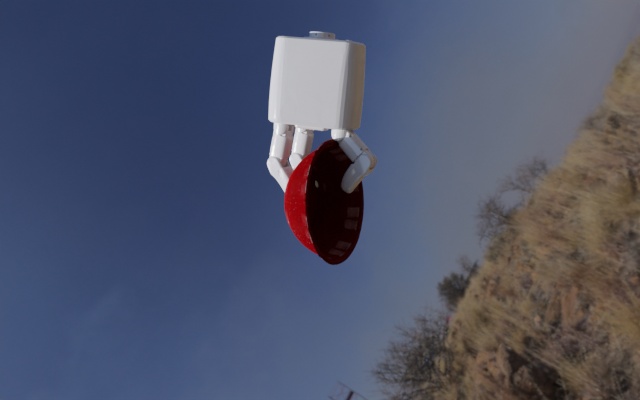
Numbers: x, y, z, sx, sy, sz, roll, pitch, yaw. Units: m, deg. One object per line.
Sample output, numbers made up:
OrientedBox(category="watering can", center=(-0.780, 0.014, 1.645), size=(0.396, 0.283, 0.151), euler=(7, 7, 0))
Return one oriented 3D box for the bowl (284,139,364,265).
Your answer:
OrientedBox(category="bowl", center=(0.000, 0.003, 0.626), size=(0.055, 0.162, 0.162), euler=(-1, -1, 29))
